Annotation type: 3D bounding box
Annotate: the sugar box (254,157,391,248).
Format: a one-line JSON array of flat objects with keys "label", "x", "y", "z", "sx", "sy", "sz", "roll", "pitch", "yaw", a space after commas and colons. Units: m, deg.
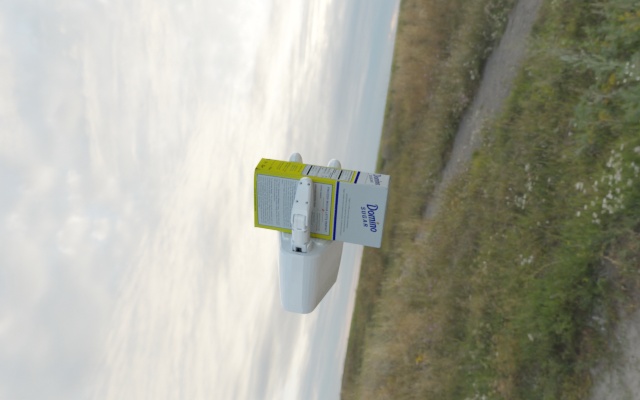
[{"label": "sugar box", "x": 0.000, "y": 0.002, "z": 0.635, "sx": 0.176, "sy": 0.093, "sz": 0.048, "roll": 8, "pitch": 31, "yaw": 7}]
